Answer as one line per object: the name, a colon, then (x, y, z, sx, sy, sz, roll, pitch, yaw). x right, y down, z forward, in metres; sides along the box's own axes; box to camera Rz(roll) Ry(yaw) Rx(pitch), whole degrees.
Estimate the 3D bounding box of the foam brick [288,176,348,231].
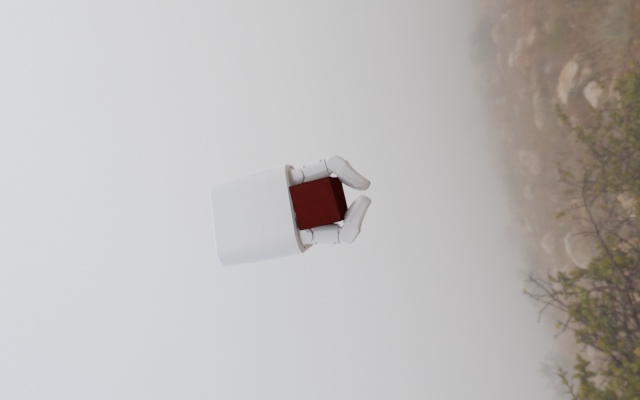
foam brick: (0.000, 0.002, 0.566, 0.051, 0.053, 0.078, -13, 0, 10)
